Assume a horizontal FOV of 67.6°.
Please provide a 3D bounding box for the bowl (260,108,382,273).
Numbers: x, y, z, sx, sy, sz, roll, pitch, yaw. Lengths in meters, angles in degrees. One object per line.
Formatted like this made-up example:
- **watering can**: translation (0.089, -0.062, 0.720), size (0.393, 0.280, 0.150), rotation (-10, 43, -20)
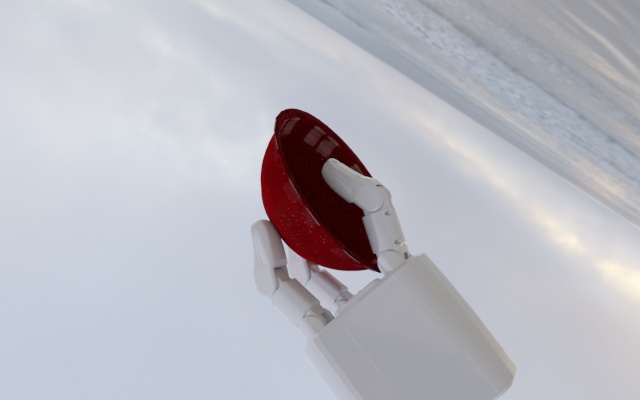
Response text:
- **bowl**: translation (-0.001, 0.000, 0.413), size (0.055, 0.162, 0.162), rotation (-35, -16, 24)
